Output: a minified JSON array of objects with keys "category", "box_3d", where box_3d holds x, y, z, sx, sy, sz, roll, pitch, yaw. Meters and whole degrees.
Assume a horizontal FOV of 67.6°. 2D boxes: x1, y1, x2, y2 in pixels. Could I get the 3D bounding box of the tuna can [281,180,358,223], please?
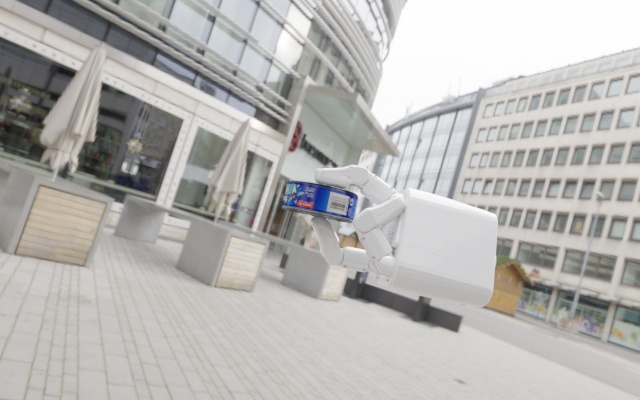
[{"category":"tuna can","box_3d":[0.000,0.001,0.553,0.086,0.034,0.086,12,-4,1]}]
